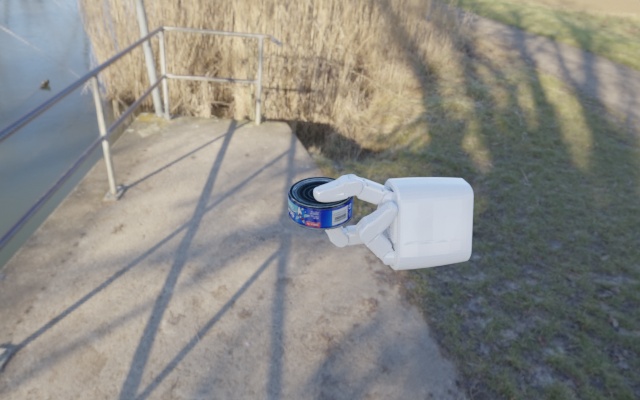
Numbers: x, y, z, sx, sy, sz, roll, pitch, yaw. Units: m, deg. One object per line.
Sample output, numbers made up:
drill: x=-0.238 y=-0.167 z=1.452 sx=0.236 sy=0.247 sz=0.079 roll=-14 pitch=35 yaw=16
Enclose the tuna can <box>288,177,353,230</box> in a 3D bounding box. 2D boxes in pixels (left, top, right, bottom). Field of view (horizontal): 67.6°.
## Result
tuna can: x=0.000 y=0.002 z=0.624 sx=0.086 sy=0.034 sz=0.086 roll=0 pitch=30 yaw=0
